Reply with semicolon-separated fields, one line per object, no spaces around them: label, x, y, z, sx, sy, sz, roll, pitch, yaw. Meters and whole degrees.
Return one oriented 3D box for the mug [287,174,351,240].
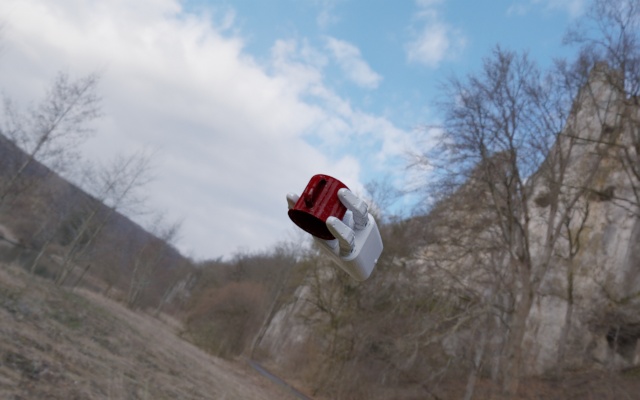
mug;0.000;0.002;0.800;0.093;0.081;0.117;17;-25;27
